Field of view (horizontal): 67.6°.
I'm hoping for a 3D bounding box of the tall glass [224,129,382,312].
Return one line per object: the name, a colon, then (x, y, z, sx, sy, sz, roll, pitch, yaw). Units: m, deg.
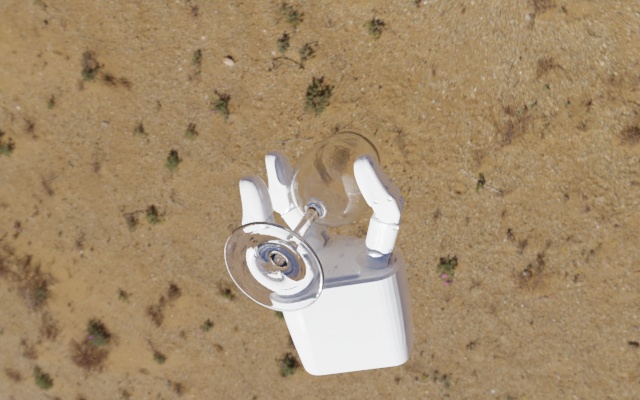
tall glass: (0.000, 0.002, 0.407, 0.079, 0.079, 0.201, 0, 28, 22)
